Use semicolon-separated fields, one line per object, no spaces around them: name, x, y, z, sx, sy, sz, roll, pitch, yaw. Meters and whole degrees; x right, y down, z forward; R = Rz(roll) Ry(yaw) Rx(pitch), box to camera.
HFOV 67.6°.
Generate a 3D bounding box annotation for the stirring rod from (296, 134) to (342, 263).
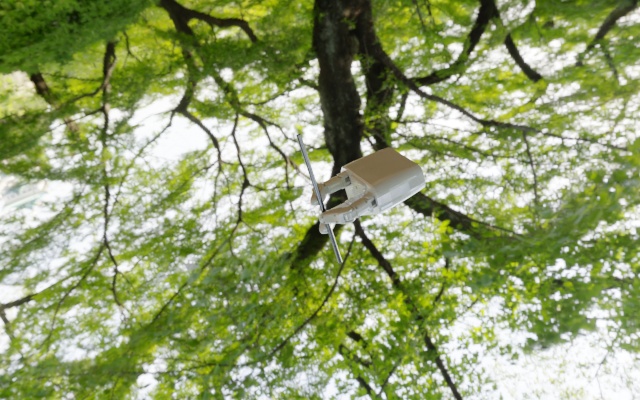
stirring rod;0.000;0.002;0.797;0.011;0.240;0.011;-15;22;6
